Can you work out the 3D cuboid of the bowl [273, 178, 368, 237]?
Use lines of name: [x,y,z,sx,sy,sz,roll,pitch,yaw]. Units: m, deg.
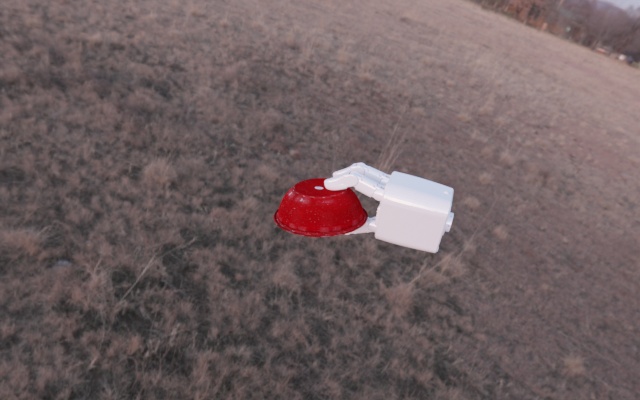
bowl: [-0.001,0.002,0.808,0.162,0.055,0.162,-1,22,0]
